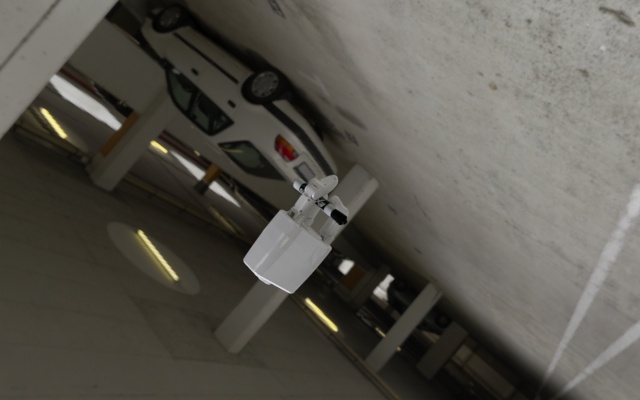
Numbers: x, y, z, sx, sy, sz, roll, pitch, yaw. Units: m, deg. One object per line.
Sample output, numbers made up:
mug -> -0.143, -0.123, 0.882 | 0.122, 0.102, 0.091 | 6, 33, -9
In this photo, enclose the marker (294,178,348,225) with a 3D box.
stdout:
marker -> 0.000, 0.002, 0.777 | 0.121, 0.020, 0.020 | 40, 24, 33
